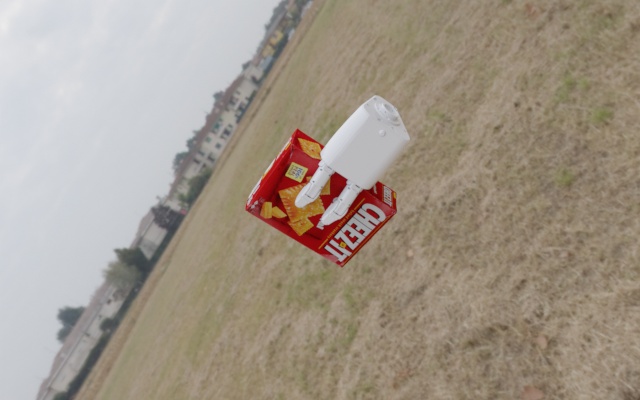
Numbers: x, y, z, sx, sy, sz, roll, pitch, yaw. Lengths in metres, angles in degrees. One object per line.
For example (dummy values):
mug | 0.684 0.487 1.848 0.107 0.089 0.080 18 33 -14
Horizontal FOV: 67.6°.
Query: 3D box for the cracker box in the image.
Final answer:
cracker box | 0.000 0.003 0.834 0.214 0.164 0.072 32 32 -13
